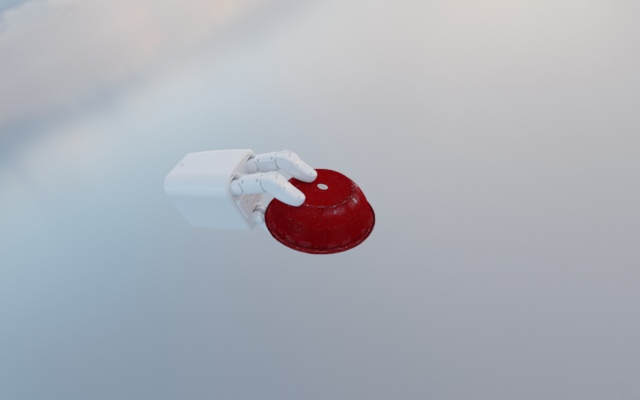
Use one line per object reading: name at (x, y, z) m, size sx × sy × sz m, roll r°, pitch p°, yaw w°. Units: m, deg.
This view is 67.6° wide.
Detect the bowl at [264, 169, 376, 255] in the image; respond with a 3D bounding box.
bowl at (0.001, 0.002, 0.679) m, size 0.162 × 0.055 × 0.162 m, roll 2°, pitch 38°, yaw -1°
